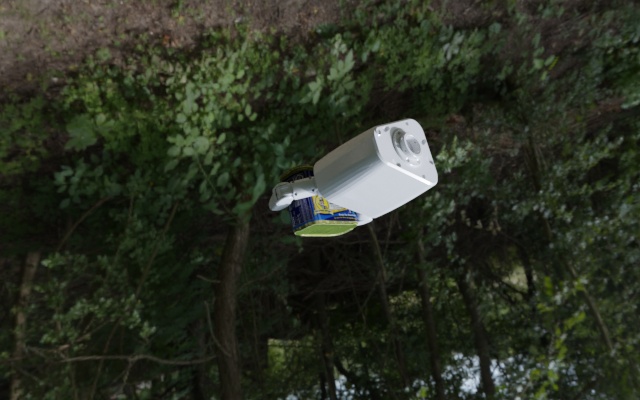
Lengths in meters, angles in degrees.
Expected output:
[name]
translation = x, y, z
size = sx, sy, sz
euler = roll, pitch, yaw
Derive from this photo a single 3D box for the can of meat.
[can of meat]
translation = 0.000, 0.002, 0.660
size = 0.102, 0.084, 0.057
euler = 4, -24, -44
